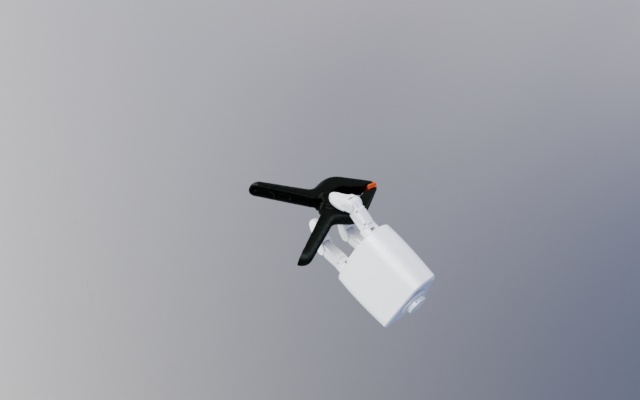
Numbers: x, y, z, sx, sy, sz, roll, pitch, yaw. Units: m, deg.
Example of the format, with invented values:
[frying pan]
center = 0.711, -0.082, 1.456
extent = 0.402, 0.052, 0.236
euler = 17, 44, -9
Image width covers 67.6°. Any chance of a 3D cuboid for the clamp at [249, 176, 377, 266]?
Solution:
[clamp]
center = 0.001, 0.002, 0.770
extent = 0.210, 0.164, 0.036
euler = -26, -28, -34
